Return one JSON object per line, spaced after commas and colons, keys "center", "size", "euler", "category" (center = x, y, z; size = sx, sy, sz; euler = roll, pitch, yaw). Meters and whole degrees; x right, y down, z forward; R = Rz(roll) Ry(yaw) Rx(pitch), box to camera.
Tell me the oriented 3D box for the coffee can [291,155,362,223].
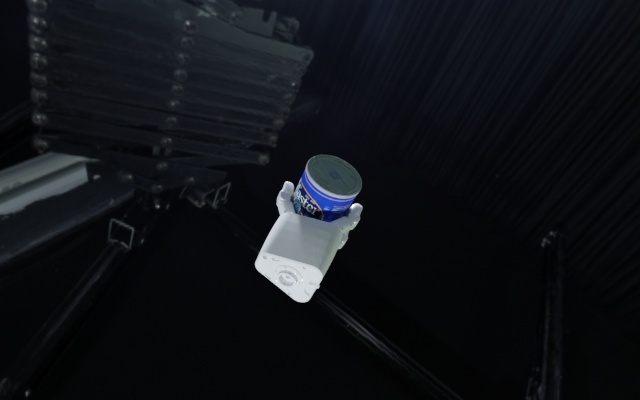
{"center": [0.000, 0.003, 0.865], "size": [0.103, 0.102, 0.140], "euler": [0, -43, -29], "category": "coffee can"}
